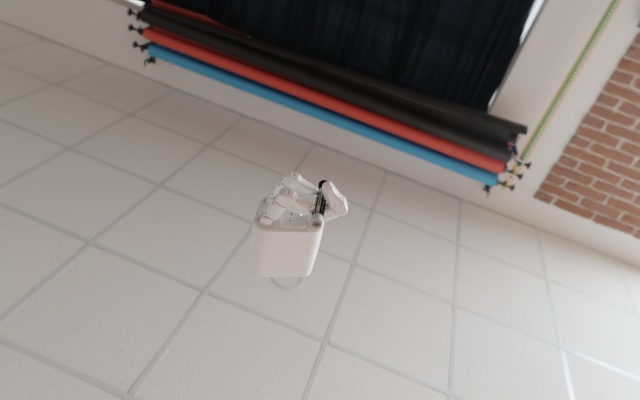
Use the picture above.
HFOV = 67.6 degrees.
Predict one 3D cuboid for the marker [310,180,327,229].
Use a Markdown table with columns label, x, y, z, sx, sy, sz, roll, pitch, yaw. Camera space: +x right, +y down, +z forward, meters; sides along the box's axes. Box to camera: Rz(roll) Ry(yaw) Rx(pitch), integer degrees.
| label | x | y | z | sx | sy | sz | roll | pitch | yaw |
| --- | --- | --- | --- | --- | --- | --- | --- | --- | --- |
| marker | 0.000 | 0.002 | 0.756 | 0.020 | 0.020 | 0.121 | 0 | 32 | 7 |
